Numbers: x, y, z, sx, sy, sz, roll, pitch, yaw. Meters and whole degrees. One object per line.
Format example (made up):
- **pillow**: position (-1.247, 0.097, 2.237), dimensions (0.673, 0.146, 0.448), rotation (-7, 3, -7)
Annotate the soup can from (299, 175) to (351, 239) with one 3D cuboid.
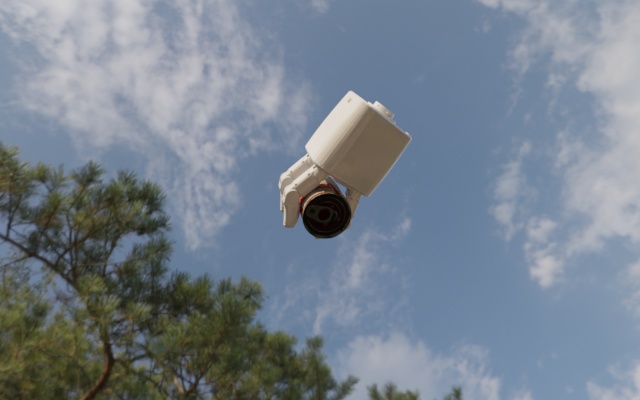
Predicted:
- **soup can**: position (0.000, 0.003, 0.690), dimensions (0.068, 0.068, 0.102), rotation (0, 22, -11)
